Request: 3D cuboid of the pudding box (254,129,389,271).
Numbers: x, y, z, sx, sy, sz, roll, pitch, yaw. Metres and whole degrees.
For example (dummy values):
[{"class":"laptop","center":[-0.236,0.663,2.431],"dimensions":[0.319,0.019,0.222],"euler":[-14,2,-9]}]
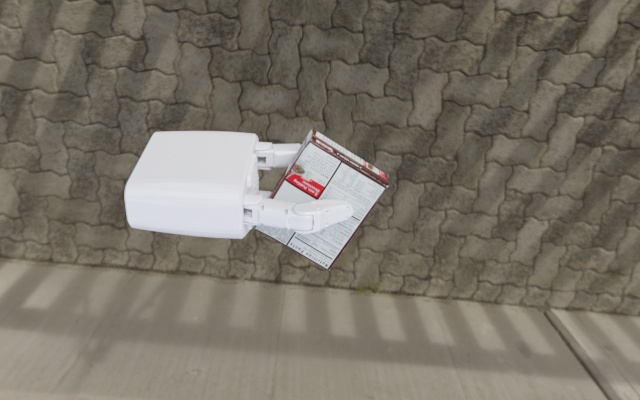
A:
[{"class":"pudding box","center":[0.000,0.002,0.472],"dimensions":[0.090,0.113,0.039],"euler":[30,23,-8]}]
